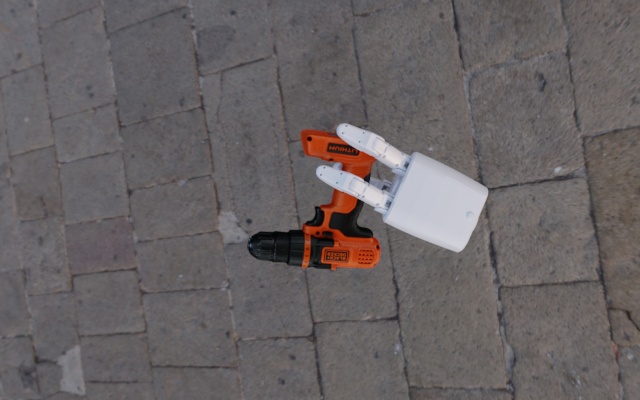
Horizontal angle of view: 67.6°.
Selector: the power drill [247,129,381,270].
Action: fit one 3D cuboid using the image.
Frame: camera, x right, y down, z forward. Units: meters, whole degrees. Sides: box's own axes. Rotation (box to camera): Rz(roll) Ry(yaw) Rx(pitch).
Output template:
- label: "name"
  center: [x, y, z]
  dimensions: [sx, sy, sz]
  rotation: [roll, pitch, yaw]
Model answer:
- label: "power drill"
  center: [0.000, 0.002, 0.644]
  dimensions: [0.184, 0.188, 0.057]
  rotation: [4, 16, -12]
